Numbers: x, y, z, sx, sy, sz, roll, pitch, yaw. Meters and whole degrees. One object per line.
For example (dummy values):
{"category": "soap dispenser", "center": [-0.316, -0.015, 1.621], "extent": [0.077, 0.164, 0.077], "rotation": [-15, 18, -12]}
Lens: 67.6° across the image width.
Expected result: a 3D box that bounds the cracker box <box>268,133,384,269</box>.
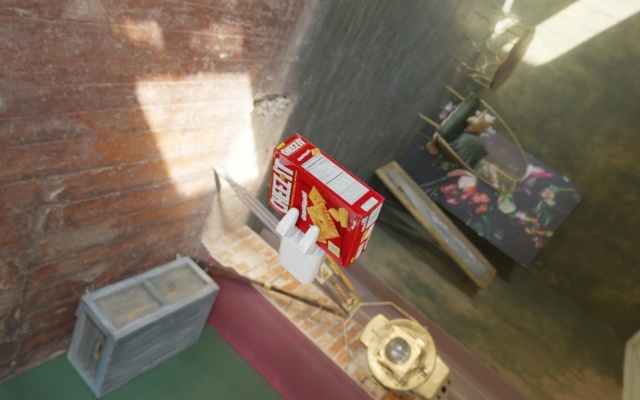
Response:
{"category": "cracker box", "center": [0.000, 0.003, 0.894], "extent": [0.213, 0.164, 0.072], "rotation": [38, 54, 20]}
